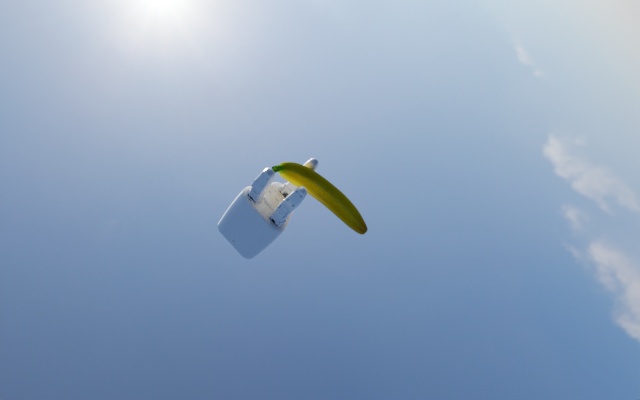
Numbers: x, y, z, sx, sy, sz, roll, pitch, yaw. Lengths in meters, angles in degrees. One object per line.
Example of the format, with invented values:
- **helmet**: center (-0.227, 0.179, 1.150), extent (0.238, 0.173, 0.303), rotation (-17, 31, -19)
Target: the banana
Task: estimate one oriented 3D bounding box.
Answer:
- **banana**: center (-0.001, -0.011, 0.802), extent (0.198, 0.069, 0.037), rotation (33, -55, -18)
